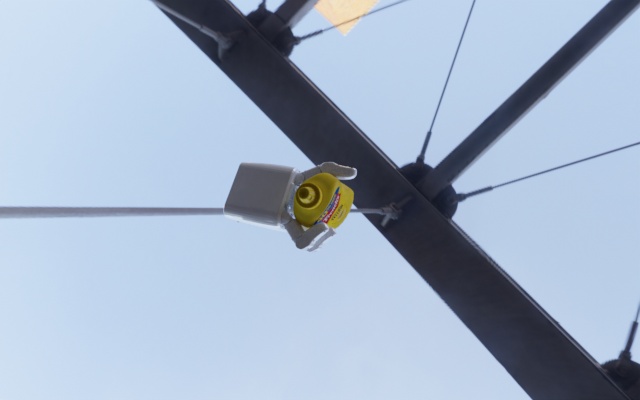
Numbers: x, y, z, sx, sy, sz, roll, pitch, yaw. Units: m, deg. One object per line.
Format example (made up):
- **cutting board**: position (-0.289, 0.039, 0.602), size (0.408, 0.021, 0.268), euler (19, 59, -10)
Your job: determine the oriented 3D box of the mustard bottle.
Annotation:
- **mustard bottle**: position (0.000, 0.003, 0.798), size (0.058, 0.096, 0.192), euler (35, 2, 18)
